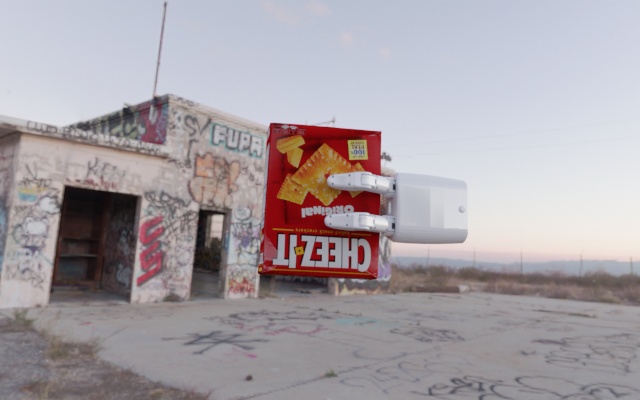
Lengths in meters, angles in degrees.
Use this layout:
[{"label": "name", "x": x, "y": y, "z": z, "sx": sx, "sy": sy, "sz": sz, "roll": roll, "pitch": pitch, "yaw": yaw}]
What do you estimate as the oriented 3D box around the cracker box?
[{"label": "cracker box", "x": 0.000, "y": 0.002, "z": 0.684, "sx": 0.164, "sy": 0.213, "sz": 0.072, "roll": 4, "pitch": -10, "yaw": -9}]
